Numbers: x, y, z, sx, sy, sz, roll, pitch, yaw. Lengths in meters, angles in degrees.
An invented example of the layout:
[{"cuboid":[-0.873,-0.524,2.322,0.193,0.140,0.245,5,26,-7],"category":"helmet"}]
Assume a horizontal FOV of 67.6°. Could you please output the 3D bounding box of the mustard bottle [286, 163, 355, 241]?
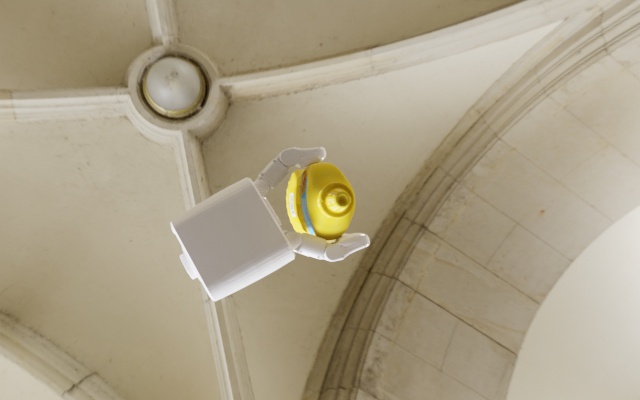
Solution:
[{"cuboid":[0.000,0.002,0.601,0.058,0.096,0.191,-5,0,-14],"category":"mustard bottle"}]
